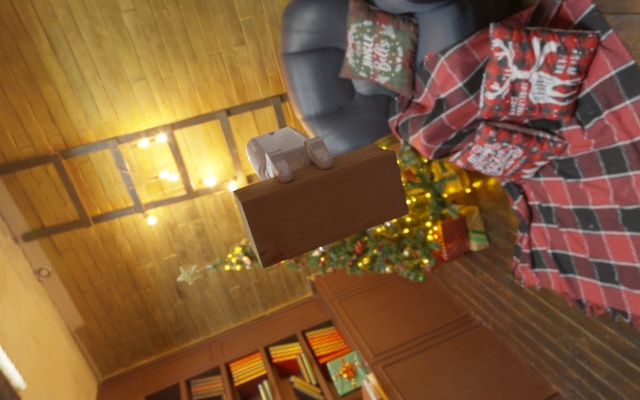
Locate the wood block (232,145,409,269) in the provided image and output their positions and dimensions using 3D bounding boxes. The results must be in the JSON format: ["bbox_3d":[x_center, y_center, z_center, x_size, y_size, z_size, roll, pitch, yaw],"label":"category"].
[{"bbox_3d":[0.000,0.002,0.637,0.206,0.091,0.090,-20,17,-13],"label":"wood block"}]
